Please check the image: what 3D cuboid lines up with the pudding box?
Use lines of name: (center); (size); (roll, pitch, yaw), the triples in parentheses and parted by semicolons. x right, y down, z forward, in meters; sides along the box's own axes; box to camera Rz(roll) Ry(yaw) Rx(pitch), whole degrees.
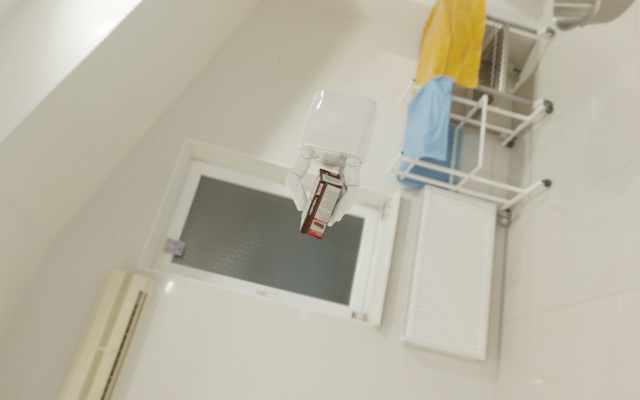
pudding box: (0.000, 0.002, 0.751); (0.039, 0.090, 0.113); (20, 11, -3)
